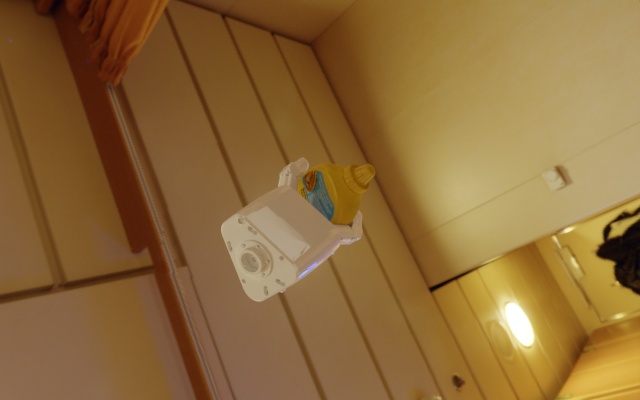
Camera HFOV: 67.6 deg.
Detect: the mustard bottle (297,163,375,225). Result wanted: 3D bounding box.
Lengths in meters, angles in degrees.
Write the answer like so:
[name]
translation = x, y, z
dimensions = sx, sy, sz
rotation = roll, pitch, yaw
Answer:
[mustard bottle]
translation = 0.000, 0.002, 0.680
dimensions = 0.192, 0.096, 0.058
rotation = -33, -25, 34
